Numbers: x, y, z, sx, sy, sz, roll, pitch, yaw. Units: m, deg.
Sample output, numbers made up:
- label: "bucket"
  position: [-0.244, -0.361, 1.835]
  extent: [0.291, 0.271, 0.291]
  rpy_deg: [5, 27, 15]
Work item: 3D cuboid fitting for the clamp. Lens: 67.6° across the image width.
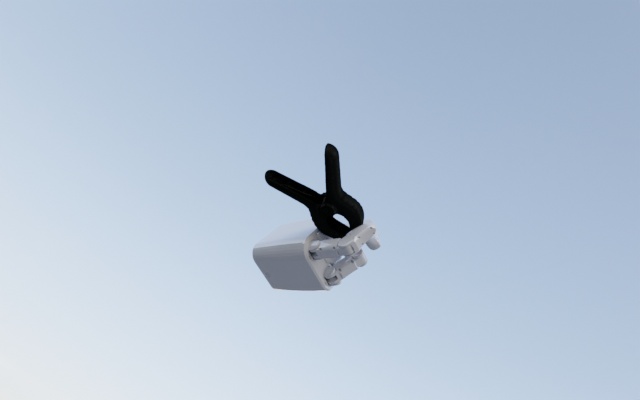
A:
- label: "clamp"
  position: [0.000, 0.002, 0.682]
  extent: [0.120, 0.171, 0.039]
  rpy_deg: [-8, 34, 32]
